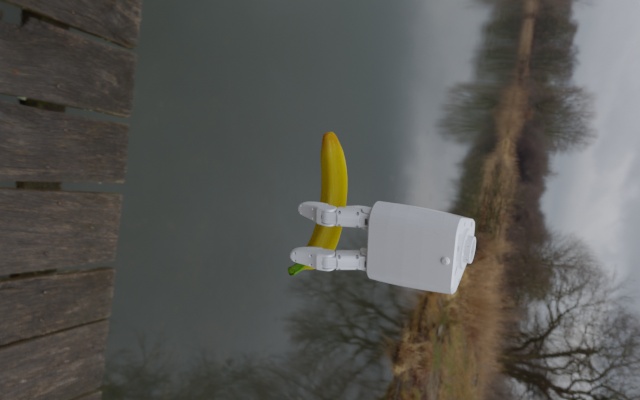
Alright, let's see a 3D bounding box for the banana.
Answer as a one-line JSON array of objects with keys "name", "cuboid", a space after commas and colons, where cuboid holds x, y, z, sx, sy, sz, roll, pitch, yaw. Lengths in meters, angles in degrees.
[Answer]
[{"name": "banana", "cuboid": [0.008, 0.009, 0.650, 0.037, 0.198, 0.070, 9, -7, 31]}]
